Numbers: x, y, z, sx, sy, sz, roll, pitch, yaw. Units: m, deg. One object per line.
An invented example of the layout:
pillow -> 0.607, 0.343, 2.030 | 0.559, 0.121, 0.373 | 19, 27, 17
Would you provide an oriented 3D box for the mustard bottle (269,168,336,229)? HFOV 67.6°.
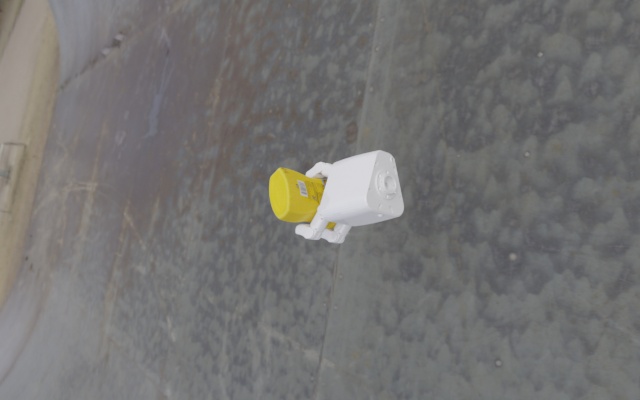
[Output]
mustard bottle -> 0.000, 0.003, 0.880 | 0.191, 0.096, 0.058 | 13, -42, -38
